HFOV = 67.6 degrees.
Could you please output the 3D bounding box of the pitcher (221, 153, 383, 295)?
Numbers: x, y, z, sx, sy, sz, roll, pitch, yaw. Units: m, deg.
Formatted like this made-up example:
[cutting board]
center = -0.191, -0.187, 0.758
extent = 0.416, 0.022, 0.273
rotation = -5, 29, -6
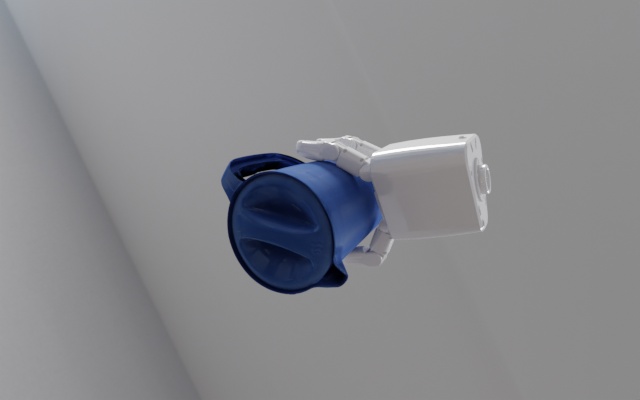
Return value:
[pitcher]
center = 0.000, 0.002, 0.594
extent = 0.145, 0.149, 0.242
rotation = -6, 11, 29
